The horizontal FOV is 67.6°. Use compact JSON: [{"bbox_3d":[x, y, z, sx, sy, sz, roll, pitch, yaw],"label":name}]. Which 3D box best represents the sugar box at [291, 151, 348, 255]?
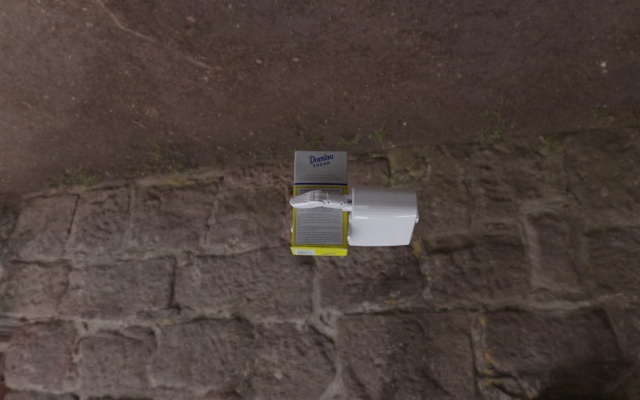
[{"bbox_3d":[0.000,0.003,0.809,0.093,0.176,0.048,2,-23,1],"label":"sugar box"}]
